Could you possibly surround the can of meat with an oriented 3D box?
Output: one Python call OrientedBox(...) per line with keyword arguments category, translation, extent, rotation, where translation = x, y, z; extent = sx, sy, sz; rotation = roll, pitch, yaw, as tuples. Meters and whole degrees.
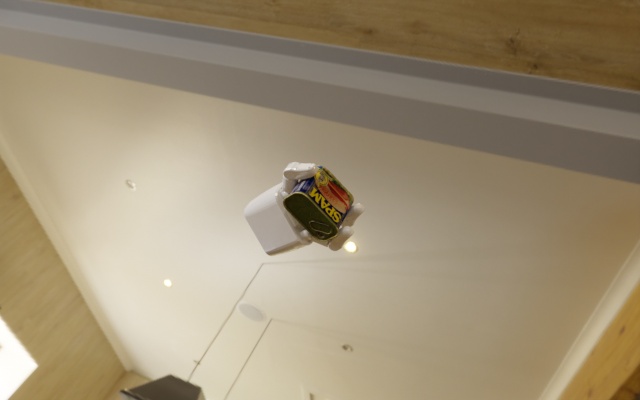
OrientedBox(category="can of meat", translation=(0.000, 0.002, 0.794), extent=(0.057, 0.102, 0.084), rotation=(-29, 21, 44))
